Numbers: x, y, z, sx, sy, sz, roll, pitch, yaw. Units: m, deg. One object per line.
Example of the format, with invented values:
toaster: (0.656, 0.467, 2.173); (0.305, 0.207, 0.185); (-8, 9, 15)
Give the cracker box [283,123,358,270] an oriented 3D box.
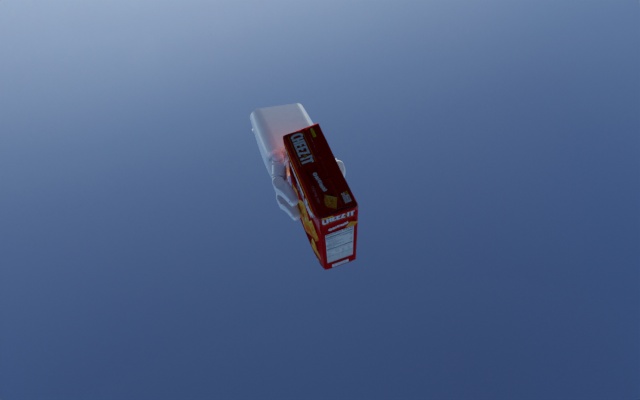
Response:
cracker box: (0.000, 0.003, 0.810); (0.072, 0.164, 0.214); (-20, -28, -8)
